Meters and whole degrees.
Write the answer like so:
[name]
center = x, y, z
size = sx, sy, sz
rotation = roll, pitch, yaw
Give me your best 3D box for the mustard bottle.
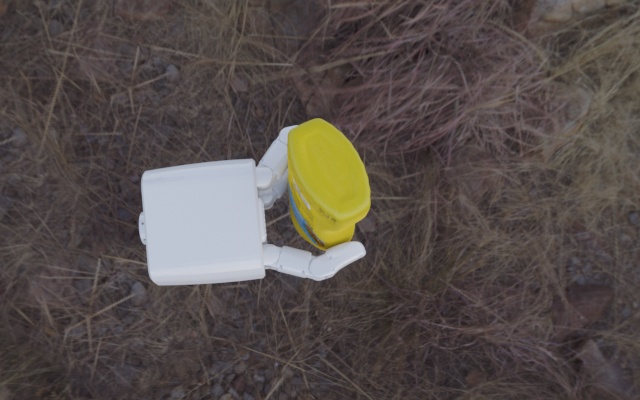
[mustard bottle]
center = 0.000, 0.001, 0.486
size = 0.058, 0.096, 0.192
rotation = -28, -14, -13
